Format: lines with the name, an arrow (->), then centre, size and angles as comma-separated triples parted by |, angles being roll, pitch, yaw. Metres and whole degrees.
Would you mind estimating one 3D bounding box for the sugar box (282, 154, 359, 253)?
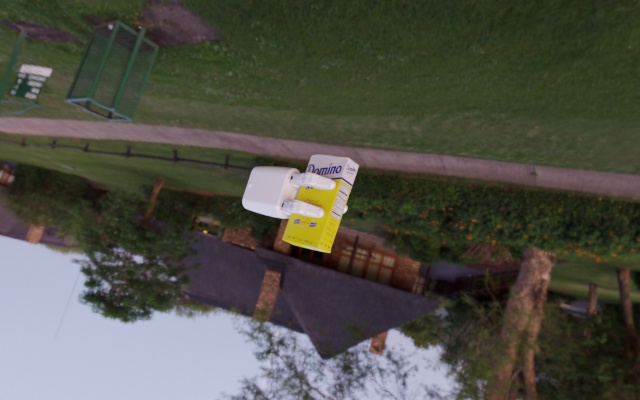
sugar box -> 0.000, 0.003, 0.886 | 0.093, 0.176, 0.048 | 9, -12, 39
